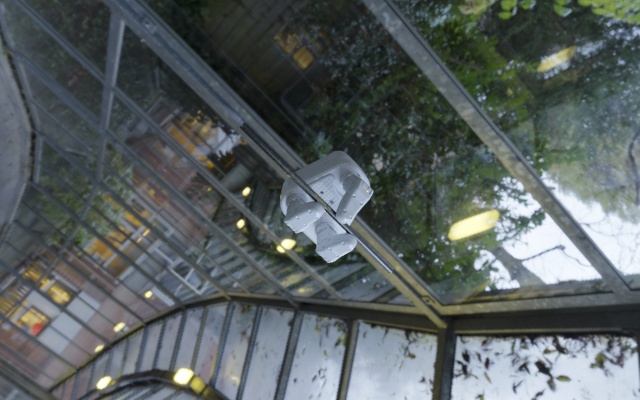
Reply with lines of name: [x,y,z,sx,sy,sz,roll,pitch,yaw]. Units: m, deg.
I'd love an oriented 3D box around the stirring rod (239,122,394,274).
stirring rod: [0.000,0.002,0.534,0.239,0.011,0.011,44,-14,-14]
